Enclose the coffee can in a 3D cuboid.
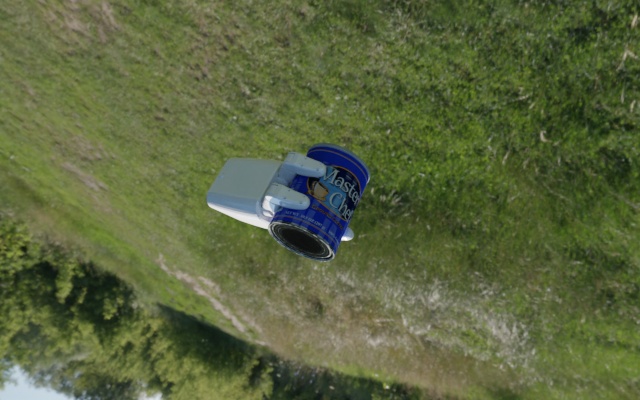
[{"bbox_3d":[0.000,0.002,0.693,0.103,0.140,0.103,21,-26,11],"label":"coffee can"}]
